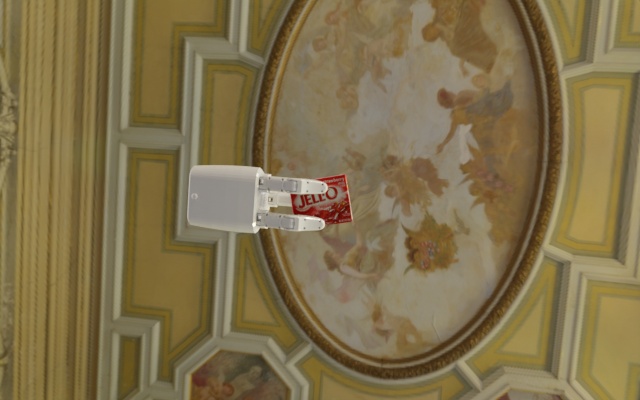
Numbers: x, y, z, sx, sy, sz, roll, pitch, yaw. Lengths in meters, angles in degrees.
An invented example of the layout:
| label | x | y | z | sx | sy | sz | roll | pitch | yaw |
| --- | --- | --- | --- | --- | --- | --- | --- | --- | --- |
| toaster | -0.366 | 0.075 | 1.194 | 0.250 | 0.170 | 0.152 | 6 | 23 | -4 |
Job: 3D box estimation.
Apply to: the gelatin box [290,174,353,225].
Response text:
| label | x | y | z | sx | sy | sz | roll | pitch | yaw |
| --- | --- | --- | --- | --- | --- | --- | --- | --- | --- |
| gelatin box | 0.000 | 0.002 | 0.730 | 0.089 | 0.073 | 0.030 | -9 | 4 | 2 |
